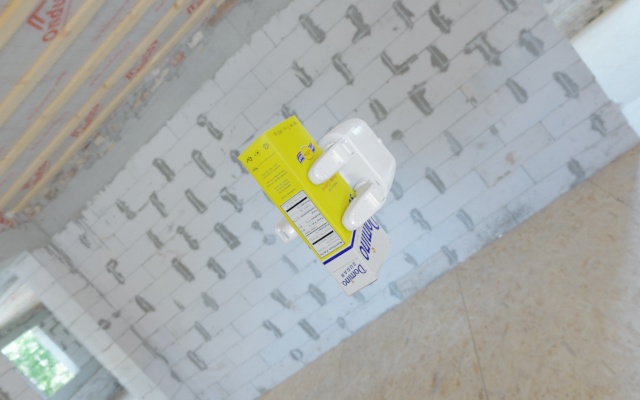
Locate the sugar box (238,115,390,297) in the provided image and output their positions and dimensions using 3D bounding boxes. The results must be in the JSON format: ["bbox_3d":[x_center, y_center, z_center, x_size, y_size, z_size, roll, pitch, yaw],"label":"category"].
[{"bbox_3d":[0.000,0.001,0.489,0.048,0.176,0.093,-38,7,26],"label":"sugar box"}]
